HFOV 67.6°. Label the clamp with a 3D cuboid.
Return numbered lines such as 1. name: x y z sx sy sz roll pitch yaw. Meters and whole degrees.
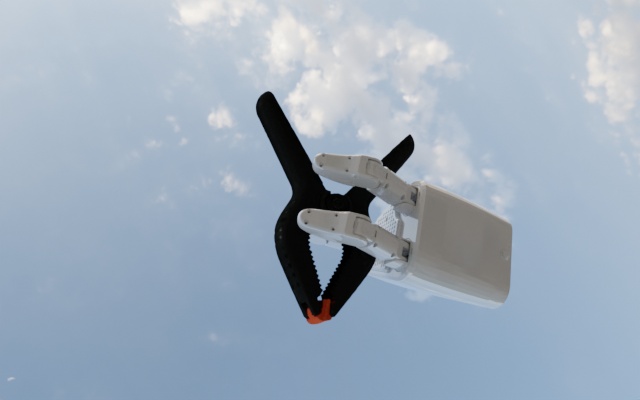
1. clamp: 0.000 0.002 0.432 0.164 0.210 0.036 20 -26 -13
